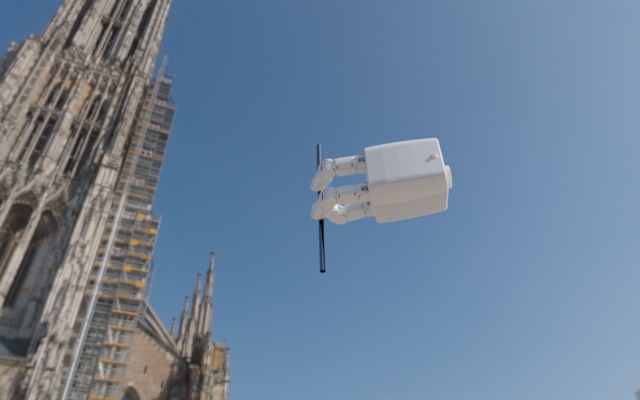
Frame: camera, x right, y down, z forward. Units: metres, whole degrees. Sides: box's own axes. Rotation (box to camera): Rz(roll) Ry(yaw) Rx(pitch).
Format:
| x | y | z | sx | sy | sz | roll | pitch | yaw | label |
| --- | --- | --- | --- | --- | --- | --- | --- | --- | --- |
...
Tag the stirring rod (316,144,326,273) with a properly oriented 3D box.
| x | y | z | sx | sy | sz | roll | pitch | yaw | label |
| --- | --- | --- | --- | --- | --- | --- | --- | --- | --- |
| 0.000 | 0.002 | 0.719 | 0.011 | 0.239 | 0.011 | -1 | -39 | -1 | stirring rod |
